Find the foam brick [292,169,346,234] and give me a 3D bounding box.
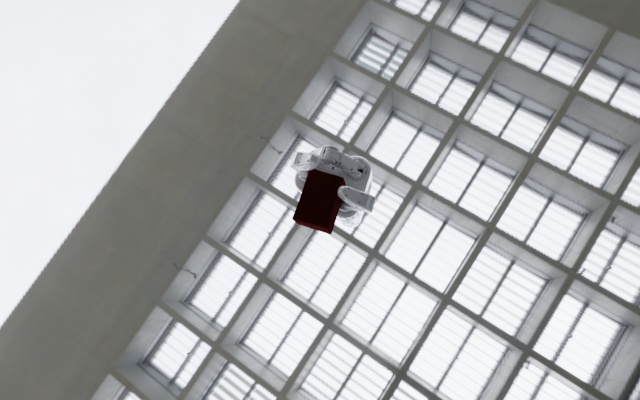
[{"bbox_3d":[0.000,0.002,0.675,0.053,0.078,0.051,17,-11,11],"label":"foam brick"}]
